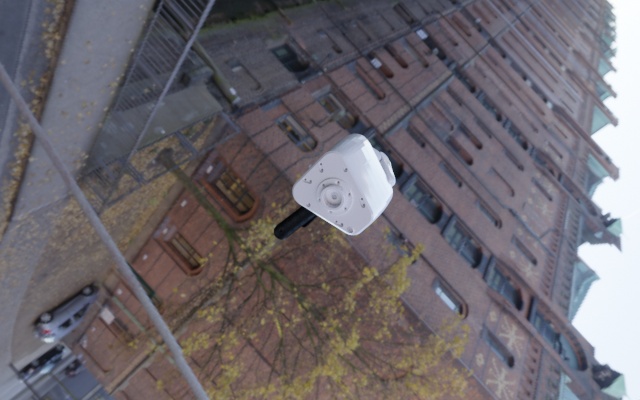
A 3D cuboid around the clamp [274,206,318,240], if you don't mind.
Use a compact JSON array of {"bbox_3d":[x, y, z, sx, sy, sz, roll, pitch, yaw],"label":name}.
[{"bbox_3d":[0.001,0.003,0.748,0.171,0.039,0.120,-43,-1,27],"label":"clamp"}]
